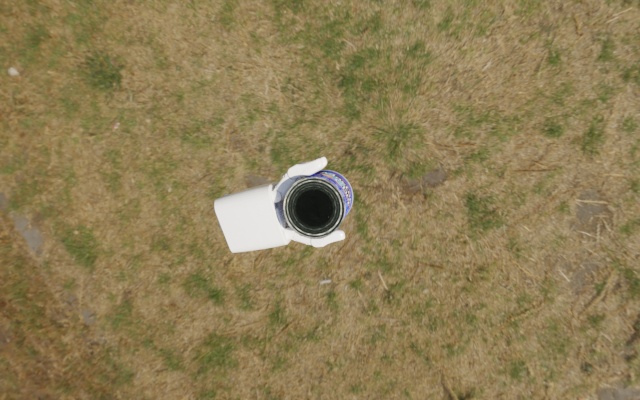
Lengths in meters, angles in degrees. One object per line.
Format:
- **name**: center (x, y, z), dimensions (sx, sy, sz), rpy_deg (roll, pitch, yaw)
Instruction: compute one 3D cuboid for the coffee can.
- **coffee can**: center (0.000, 0.003, 0.836), dimensions (0.103, 0.103, 0.140), rpy_deg (0, 8, 9)
